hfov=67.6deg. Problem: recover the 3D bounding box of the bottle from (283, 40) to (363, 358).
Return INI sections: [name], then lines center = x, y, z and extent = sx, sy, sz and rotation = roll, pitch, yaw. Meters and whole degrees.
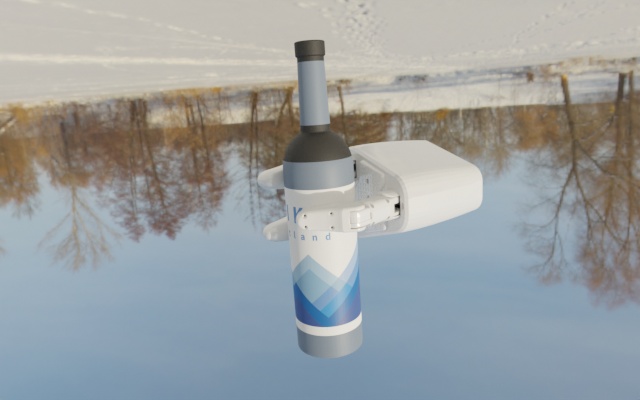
[bottle]
center = 0.000, 0.002, 0.458
extent = 0.069, 0.296, 0.069
rotation = -4, 13, 1
